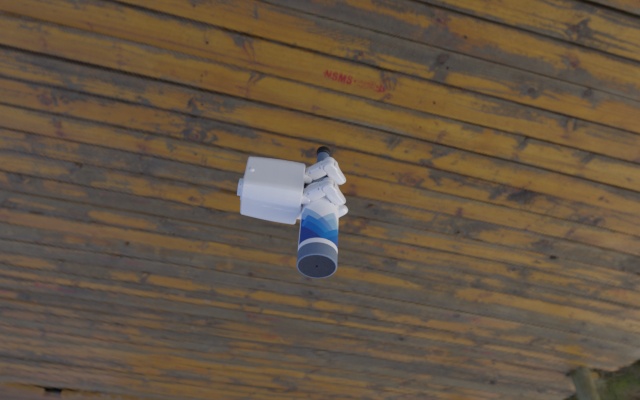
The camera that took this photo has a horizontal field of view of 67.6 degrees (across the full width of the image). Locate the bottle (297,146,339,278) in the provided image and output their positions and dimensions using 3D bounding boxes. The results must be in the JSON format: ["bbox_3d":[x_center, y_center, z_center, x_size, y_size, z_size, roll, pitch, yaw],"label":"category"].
[{"bbox_3d":[0.000,0.003,0.880,0.069,0.295,0.069,2,-44,2],"label":"bottle"}]
